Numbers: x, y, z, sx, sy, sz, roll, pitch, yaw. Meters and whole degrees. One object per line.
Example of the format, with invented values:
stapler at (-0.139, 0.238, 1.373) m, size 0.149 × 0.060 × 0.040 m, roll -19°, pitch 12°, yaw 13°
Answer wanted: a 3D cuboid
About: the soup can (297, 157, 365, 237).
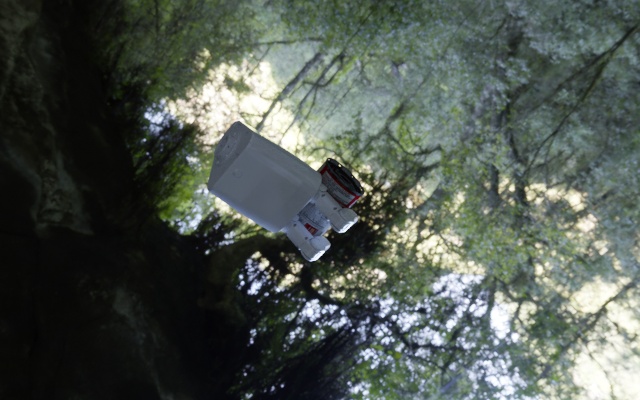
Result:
soup can at (0.000, 0.002, 0.640) m, size 0.102 × 0.068 × 0.068 m, roll -46°, pitch -18°, yaw 18°
